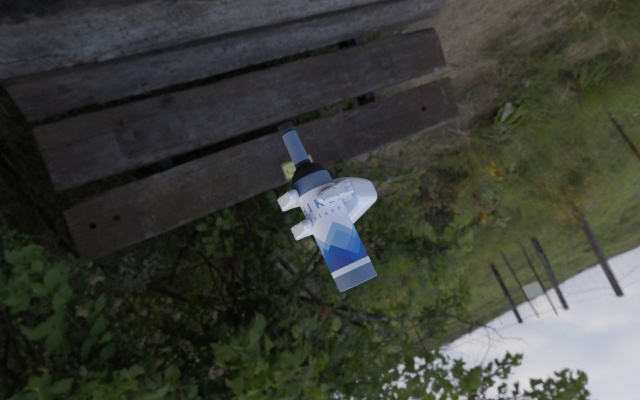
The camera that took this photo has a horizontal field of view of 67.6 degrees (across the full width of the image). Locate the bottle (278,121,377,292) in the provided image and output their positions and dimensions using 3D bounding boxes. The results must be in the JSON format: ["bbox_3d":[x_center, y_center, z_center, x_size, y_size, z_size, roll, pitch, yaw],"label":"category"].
[{"bbox_3d":[0.000,0.003,0.794,0.069,0.295,0.069,-24,-9,-4],"label":"bottle"}]
